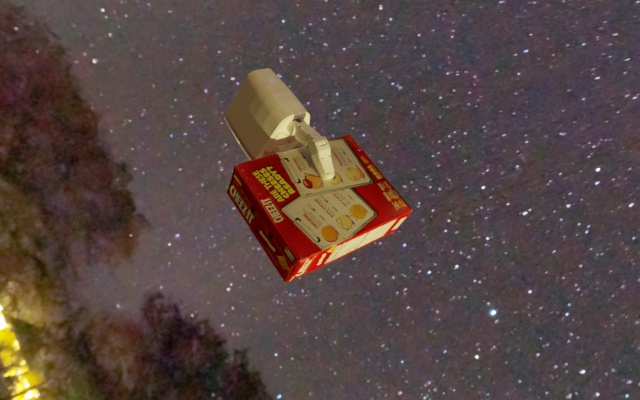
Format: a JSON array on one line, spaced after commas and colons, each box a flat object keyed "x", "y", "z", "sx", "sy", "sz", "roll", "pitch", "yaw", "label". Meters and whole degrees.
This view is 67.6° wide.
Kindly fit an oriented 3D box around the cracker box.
[{"x": 0.000, "y": 0.002, "z": 0.688, "sx": 0.213, "sy": 0.164, "sz": 0.072, "roll": -21, "pitch": -26, "yaw": -35, "label": "cracker box"}]
